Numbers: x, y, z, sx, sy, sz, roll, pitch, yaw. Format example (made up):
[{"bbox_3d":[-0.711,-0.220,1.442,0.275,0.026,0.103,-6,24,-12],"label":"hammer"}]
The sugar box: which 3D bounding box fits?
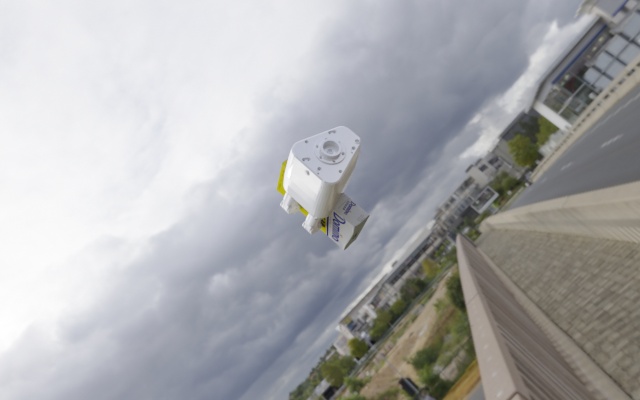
[{"bbox_3d":[0.000,0.003,0.862,0.048,0.176,0.093,-39,-17,-29],"label":"sugar box"}]
